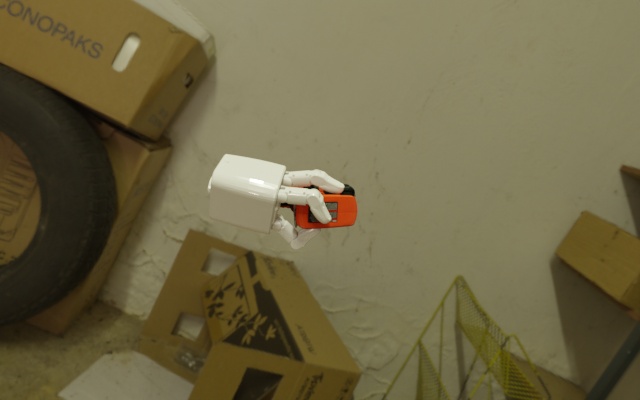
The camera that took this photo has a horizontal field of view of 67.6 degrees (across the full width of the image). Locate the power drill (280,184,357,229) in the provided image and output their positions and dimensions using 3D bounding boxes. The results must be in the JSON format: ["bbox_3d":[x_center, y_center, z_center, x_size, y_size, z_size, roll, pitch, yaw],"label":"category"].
[{"bbox_3d":[0.000,0.003,0.870,0.184,0.057,0.187,-4,10,-16],"label":"power drill"}]
